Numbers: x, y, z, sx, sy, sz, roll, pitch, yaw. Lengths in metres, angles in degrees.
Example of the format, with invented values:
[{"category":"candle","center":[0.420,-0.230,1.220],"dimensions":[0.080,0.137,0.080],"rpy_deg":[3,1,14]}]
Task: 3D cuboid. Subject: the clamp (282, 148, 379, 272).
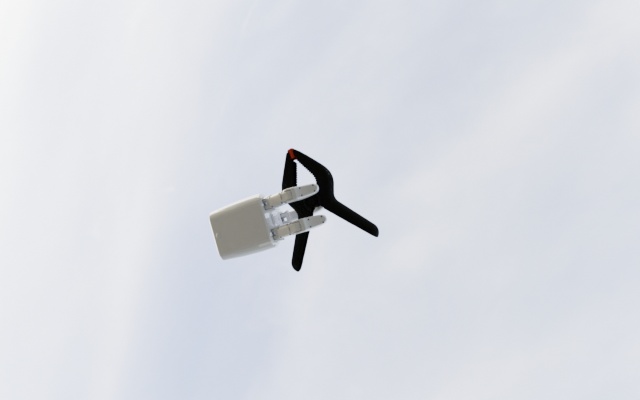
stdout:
[{"category":"clamp","center":[0.000,0.002,0.833],"dimensions":[0.164,0.210,0.036],"rpy_deg":[-18,-5,11]}]
